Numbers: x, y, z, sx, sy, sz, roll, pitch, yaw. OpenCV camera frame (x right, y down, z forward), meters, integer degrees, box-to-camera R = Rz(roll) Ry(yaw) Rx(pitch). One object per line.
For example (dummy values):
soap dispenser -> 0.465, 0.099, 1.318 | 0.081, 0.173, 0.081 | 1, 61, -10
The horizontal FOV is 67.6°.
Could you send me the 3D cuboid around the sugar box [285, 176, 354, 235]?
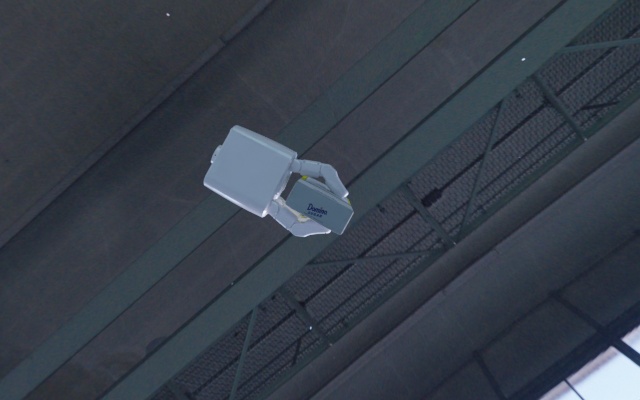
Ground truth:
sugar box -> 0.000, 0.003, 0.749 | 0.093, 0.048, 0.176 | 29, 8, -1
